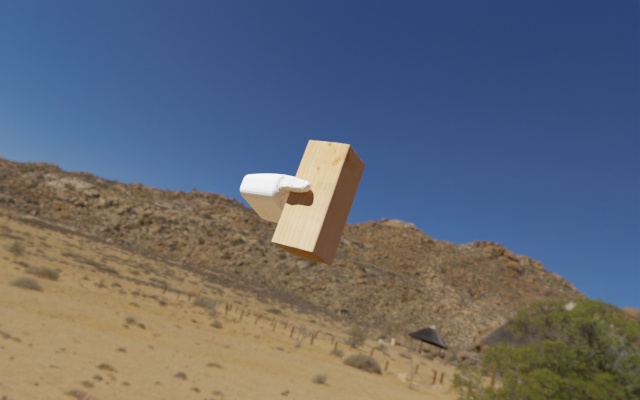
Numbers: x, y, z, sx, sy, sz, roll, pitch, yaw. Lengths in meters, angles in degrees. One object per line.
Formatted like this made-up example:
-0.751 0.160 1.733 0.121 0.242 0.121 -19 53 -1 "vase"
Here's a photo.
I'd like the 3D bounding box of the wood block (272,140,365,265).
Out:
0.000 0.003 0.884 0.090 0.206 0.091 11 -16 30 "wood block"
